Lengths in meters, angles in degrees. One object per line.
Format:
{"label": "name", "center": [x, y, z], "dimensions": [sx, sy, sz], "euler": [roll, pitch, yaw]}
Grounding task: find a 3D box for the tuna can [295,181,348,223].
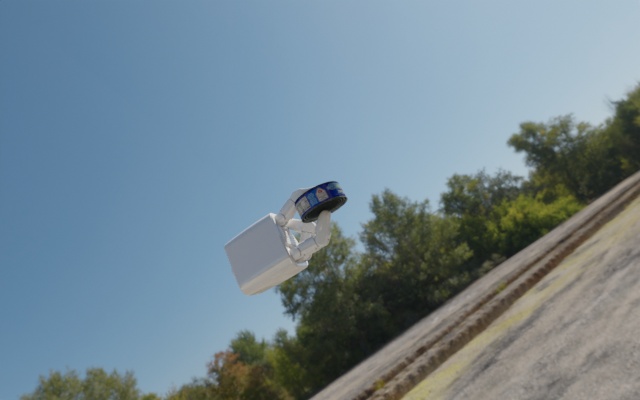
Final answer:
{"label": "tuna can", "center": [0.000, 0.002, 0.802], "dimensions": [0.086, 0.033, 0.086], "euler": [-25, -16, -8]}
